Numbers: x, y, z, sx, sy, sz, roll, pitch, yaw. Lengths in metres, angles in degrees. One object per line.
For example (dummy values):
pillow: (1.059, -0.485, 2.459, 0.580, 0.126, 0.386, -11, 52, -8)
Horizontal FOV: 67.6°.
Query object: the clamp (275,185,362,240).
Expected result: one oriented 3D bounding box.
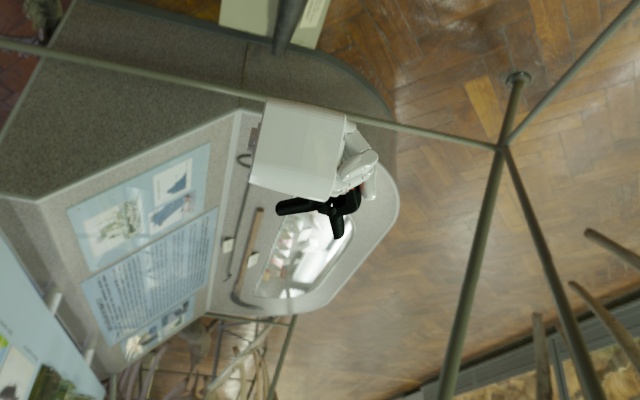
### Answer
clamp: (0.000, 0.003, 0.710, 0.120, 0.039, 0.171, 14, -33, -9)
